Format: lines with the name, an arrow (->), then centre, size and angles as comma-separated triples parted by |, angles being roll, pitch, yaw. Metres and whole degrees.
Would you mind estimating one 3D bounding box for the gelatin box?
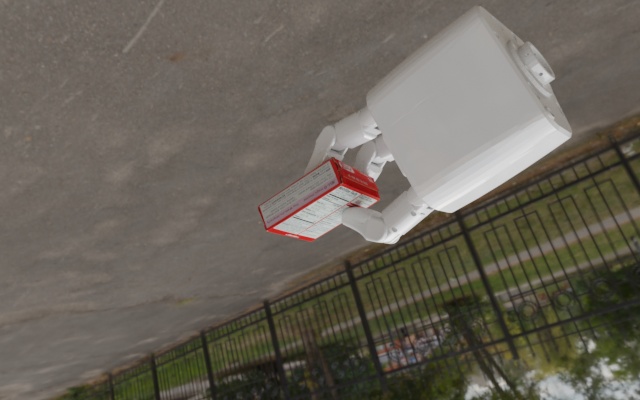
gelatin box -> 0.000, 0.002, 0.438 | 0.089, 0.030, 0.073 | -33, -27, 23
